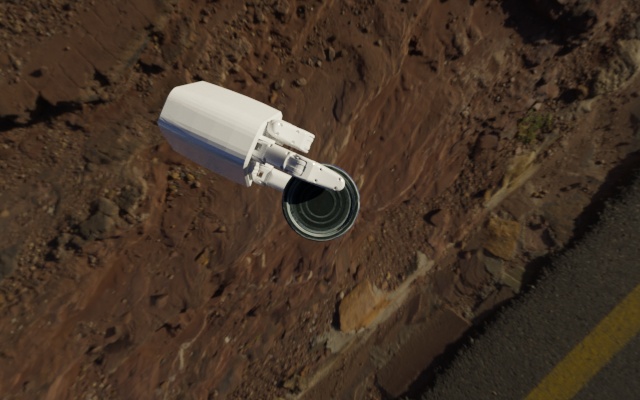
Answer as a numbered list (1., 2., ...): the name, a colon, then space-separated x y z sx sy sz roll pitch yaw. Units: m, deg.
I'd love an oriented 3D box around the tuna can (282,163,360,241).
1. tuna can: 0.000 0.002 0.524 0.086 0.086 0.034 0 2 -2
